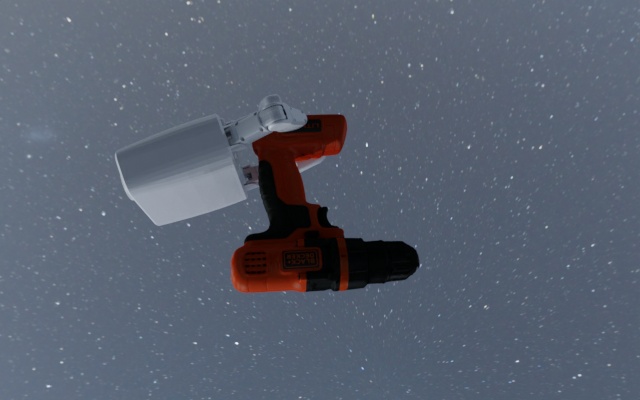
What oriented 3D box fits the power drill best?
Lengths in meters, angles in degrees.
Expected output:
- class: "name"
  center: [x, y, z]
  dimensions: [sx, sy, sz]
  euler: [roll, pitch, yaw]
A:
- class: "power drill"
  center: [0.000, 0.001, 0.494]
  dimensions: [0.184, 0.187, 0.057]
  euler: [-2, -26, -7]
